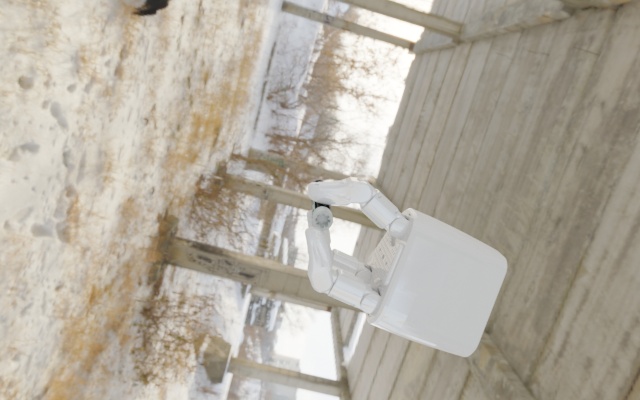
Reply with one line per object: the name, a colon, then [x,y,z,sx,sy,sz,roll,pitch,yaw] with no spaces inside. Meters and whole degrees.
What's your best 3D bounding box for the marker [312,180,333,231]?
marker: [0.000,0.002,0.484,0.020,0.020,0.121,0,16,-2]
